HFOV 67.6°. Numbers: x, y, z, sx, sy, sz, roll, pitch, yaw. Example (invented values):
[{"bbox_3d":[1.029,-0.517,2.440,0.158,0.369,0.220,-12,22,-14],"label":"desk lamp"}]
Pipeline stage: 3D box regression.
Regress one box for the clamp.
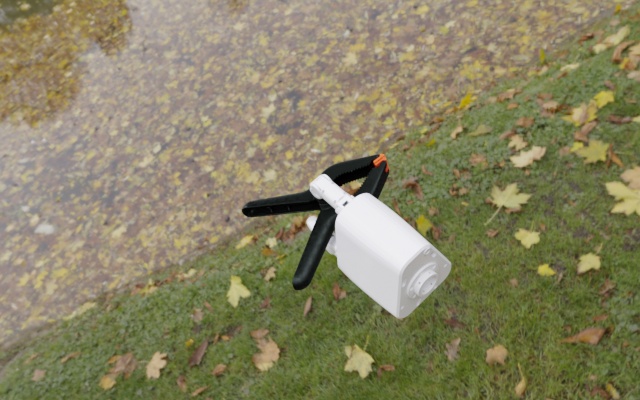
[{"bbox_3d":[0.000,0.001,0.650,0.164,0.210,0.036,41,-13,36],"label":"clamp"}]
